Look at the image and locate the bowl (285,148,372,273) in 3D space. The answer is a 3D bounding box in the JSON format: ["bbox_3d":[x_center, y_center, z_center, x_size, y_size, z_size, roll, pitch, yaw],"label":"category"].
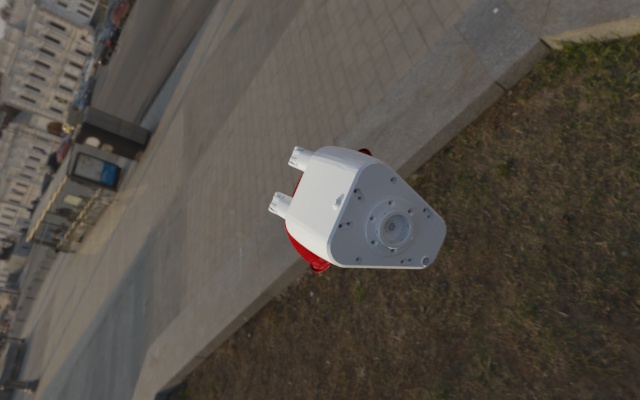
[{"bbox_3d":[-0.001,0.002,0.574,0.055,0.162,0.162,23,-6,-13],"label":"bowl"}]
